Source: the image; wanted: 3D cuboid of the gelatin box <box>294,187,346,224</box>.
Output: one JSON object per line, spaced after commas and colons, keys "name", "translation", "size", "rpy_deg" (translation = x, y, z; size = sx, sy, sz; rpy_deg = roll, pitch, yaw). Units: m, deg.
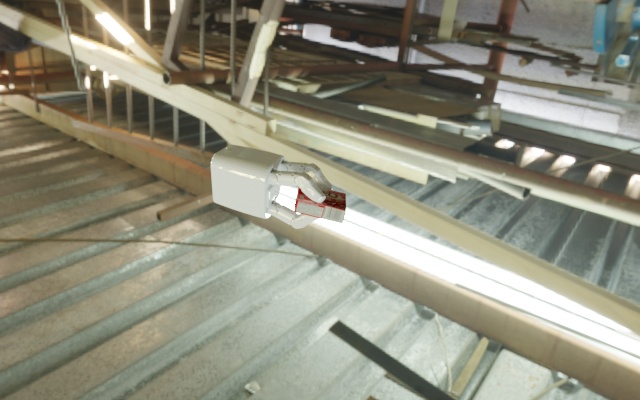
{"name": "gelatin box", "translation": [0.000, 0.003, 0.840], "size": [0.089, 0.030, 0.073], "rpy_deg": [14, 24, -4]}
